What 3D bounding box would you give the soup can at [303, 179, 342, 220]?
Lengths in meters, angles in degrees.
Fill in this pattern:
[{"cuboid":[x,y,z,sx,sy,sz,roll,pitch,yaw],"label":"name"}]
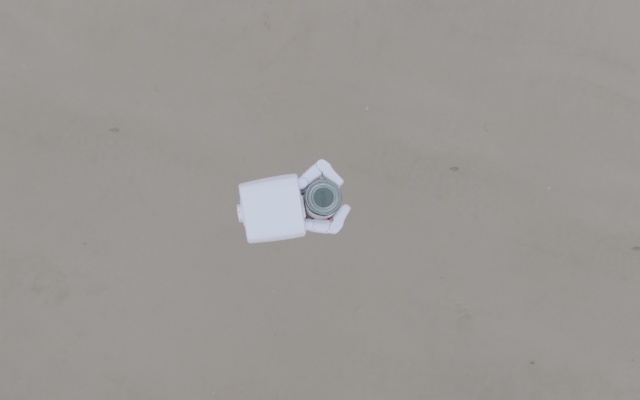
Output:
[{"cuboid":[0.001,0.003,0.880,0.068,0.068,0.102,0,-11,-5],"label":"soup can"}]
